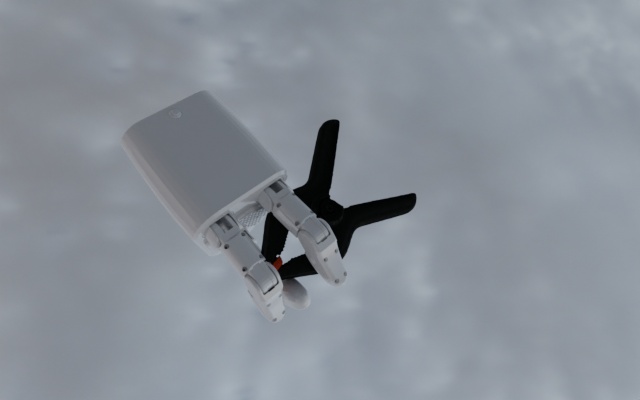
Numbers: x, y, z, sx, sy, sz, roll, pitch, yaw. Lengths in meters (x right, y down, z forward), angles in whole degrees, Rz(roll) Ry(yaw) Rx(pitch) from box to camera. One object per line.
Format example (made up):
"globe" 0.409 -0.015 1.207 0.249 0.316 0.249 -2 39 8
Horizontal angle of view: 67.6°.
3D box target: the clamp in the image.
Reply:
"clamp" 0.000 0.002 0.440 0.171 0.120 0.039 -36 -10 -29
